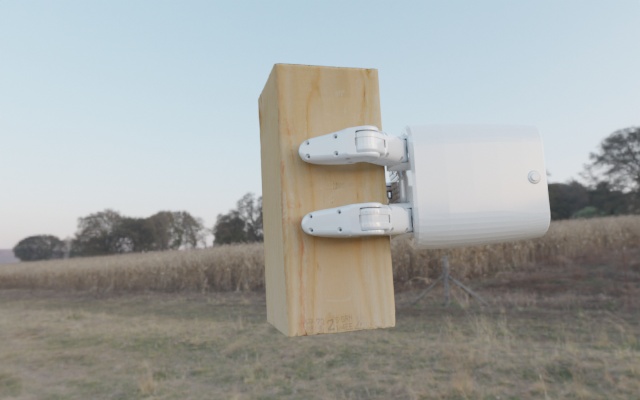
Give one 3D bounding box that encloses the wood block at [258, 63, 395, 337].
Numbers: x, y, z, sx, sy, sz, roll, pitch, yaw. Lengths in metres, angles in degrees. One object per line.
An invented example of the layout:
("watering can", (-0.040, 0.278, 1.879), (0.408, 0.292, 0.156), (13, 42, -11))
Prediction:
("wood block", (0.000, 0.001, 0.408), (0.090, 0.206, 0.091), (-1, -6, -15))
